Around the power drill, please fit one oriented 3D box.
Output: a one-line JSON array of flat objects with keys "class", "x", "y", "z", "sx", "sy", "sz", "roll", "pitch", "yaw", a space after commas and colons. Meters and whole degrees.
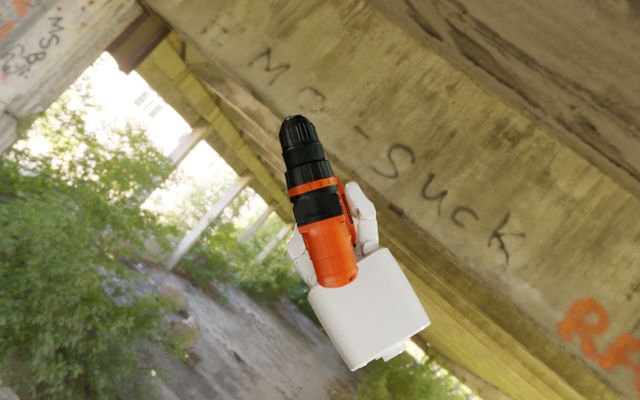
[{"class": "power drill", "x": 0.000, "y": 0.002, "z": 0.564, "sx": 0.057, "sy": 0.184, "sz": 0.187, "roll": -14, "pitch": -2, "yaw": 6}]
